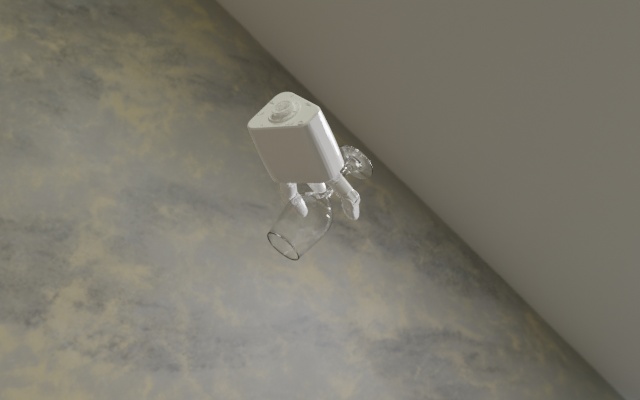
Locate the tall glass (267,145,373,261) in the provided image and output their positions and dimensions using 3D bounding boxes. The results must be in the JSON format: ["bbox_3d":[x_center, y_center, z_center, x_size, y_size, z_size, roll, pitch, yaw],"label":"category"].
[{"bbox_3d":[0.001,0.002,0.770,0.079,0.079,0.201,0,44,53],"label":"tall glass"}]
